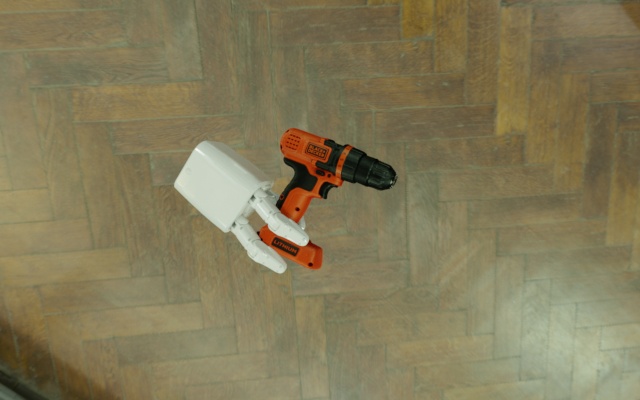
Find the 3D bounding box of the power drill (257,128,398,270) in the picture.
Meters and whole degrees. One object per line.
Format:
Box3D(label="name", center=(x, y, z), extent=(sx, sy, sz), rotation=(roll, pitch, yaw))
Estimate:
Box3D(label="power drill", center=(0.000, 0.003, 0.706), extent=(0.184, 0.187, 0.057), rotation=(23, 1, 19))
